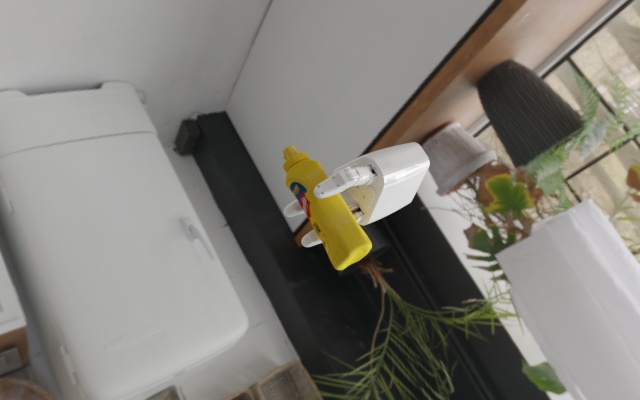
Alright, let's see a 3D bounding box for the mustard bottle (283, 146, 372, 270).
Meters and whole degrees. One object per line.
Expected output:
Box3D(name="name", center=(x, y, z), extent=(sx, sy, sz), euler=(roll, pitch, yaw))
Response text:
Box3D(name="mustard bottle", center=(0.000, 0.003, 0.684), extent=(0.058, 0.191, 0.096), euler=(-28, -15, -12))
